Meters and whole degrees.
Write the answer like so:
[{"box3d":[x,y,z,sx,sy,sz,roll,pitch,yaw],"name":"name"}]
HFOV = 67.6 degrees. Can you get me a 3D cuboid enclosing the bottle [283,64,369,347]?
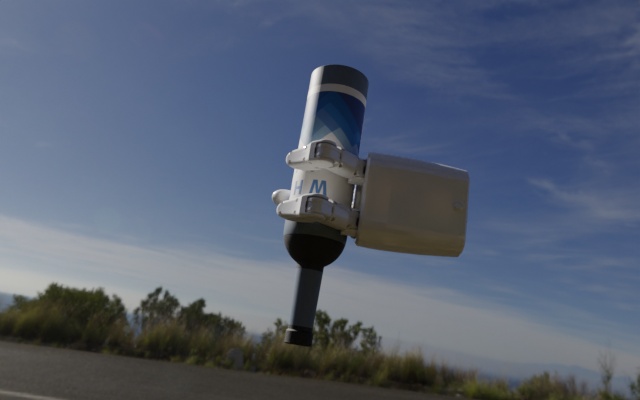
[{"box3d":[0.000,0.001,0.507,0.069,0.295,0.069,8,-16,2],"name":"bottle"}]
